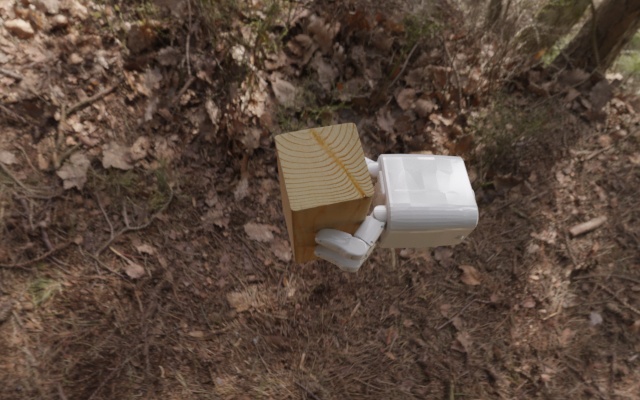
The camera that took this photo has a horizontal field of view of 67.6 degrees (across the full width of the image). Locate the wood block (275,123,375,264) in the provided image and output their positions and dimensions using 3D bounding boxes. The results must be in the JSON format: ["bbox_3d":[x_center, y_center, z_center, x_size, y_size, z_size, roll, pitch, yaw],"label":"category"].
[{"bbox_3d":[0.000,0.002,0.587,0.090,0.090,0.206,-11,-22,-6],"label":"wood block"}]
